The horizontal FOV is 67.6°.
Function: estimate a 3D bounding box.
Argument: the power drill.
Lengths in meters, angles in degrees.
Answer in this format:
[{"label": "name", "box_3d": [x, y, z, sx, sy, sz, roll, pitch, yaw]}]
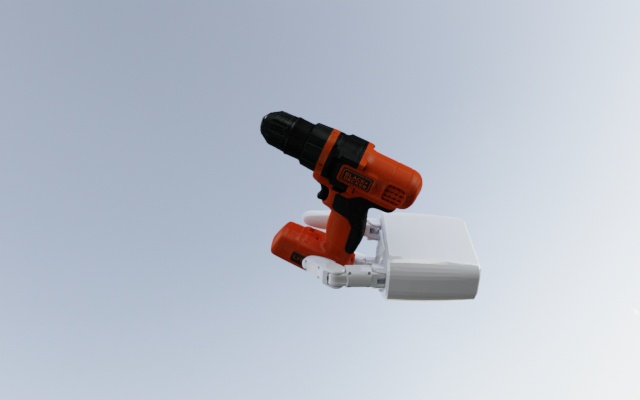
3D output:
[{"label": "power drill", "box_3d": [0.000, 0.002, 0.553, 0.184, 0.188, 0.057, 26, 42, 4]}]
